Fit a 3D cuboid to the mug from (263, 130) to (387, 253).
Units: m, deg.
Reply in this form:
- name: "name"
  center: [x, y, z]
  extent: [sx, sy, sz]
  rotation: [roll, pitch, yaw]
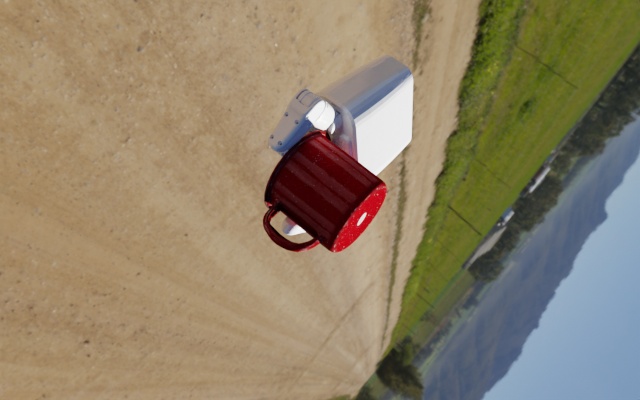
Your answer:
- name: "mug"
  center: [-0.001, 0.002, 0.443]
  extent: [0.117, 0.081, 0.093]
  rotation: [-41, -22, -28]
